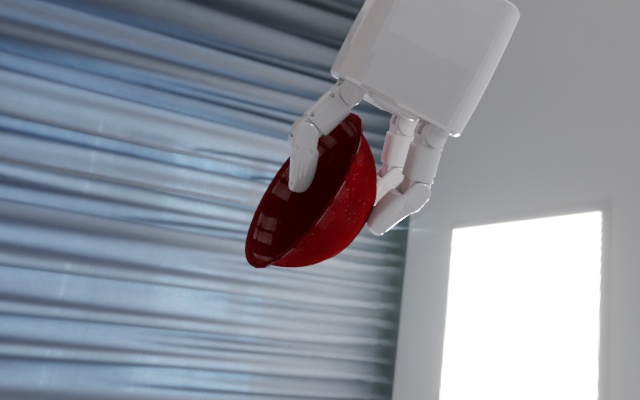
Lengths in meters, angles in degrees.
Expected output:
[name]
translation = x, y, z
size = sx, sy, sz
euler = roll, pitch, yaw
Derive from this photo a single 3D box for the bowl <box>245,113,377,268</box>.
[bowl]
translation = 0.000, 0.003, 0.433
size = 0.055, 0.162, 0.162
euler = 35, -15, -22
